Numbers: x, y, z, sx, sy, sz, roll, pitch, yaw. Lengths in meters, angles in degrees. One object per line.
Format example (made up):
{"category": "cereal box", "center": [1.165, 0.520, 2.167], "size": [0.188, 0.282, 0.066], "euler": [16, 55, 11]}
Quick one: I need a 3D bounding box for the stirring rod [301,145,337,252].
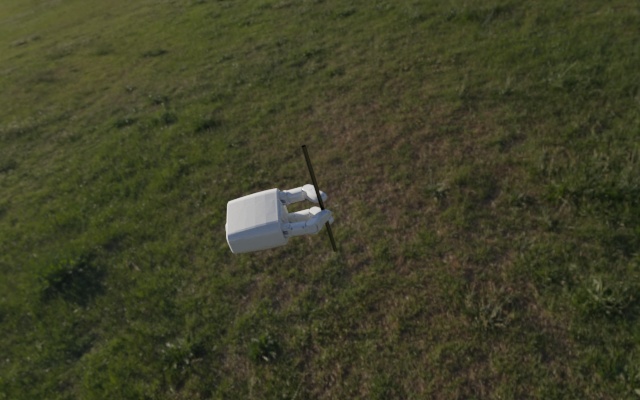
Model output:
{"category": "stirring rod", "center": [0.000, 0.003, 0.895], "size": [0.011, 0.240, 0.011], "euler": [-12, 32, 8]}
